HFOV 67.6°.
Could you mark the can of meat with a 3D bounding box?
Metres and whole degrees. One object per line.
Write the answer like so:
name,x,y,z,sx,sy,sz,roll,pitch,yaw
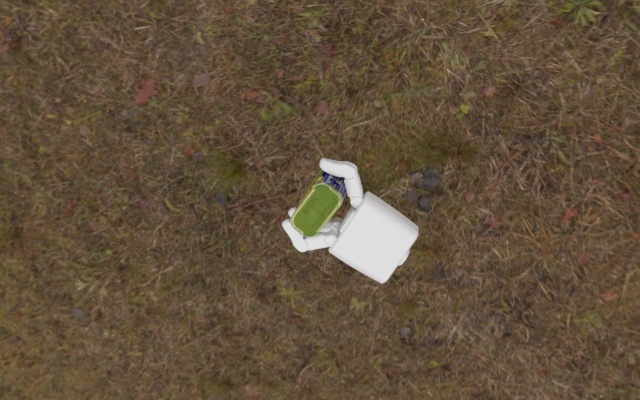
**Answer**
can of meat,0.000,0.003,0.780,0.057,0.102,0.084,36,23,-4
